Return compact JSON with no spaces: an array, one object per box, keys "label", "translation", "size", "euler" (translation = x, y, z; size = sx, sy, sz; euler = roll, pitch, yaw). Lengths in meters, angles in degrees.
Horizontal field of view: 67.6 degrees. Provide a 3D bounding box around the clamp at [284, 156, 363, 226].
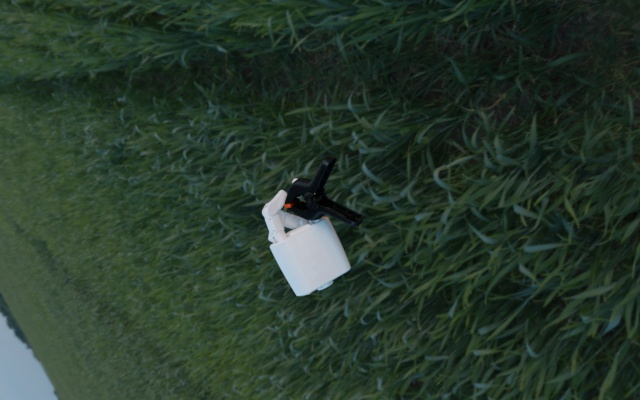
[{"label":"clamp","translation":[0.000,0.003,0.809],"size":[0.039,0.120,0.171],"euler":[-26,0,-34]}]
